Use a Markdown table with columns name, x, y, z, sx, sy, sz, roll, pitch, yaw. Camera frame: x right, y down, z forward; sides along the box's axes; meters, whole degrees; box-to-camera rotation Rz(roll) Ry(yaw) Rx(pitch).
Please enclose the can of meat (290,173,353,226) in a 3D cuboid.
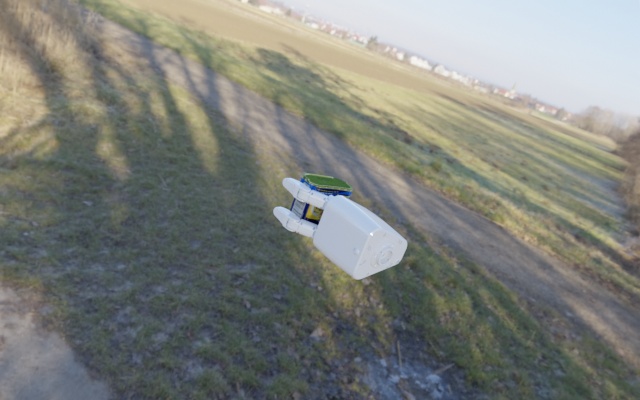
| name | x | y | z | sx | sy | sz | roll | pitch | yaw |
| --- | --- | --- | --- | --- | --- | --- | --- | --- | --- |
| can of meat | 0.000 | 0.002 | 0.843 | 0.102 | 0.084 | 0.057 | 5 | 24 | -39 |
